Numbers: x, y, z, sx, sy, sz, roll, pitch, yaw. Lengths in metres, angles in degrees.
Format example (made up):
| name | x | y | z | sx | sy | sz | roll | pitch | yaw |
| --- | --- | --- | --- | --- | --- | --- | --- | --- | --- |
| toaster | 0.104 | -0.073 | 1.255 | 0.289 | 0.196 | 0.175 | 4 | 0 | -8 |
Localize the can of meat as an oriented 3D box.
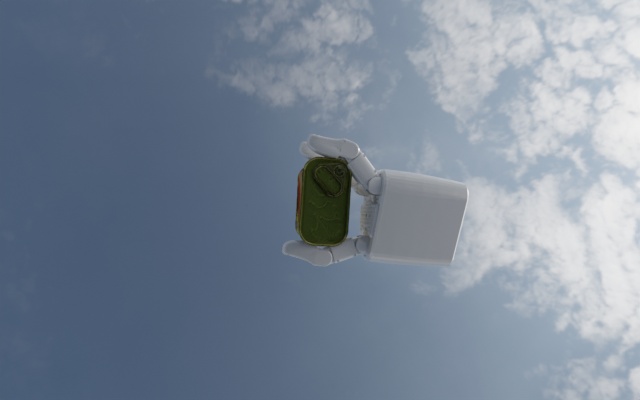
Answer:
| name | x | y | z | sx | sy | sz | roll | pitch | yaw |
| --- | --- | --- | --- | --- | --- | --- | --- | --- | --- |
| can of meat | 0.000 | 0.002 | 0.582 | 0.057 | 0.102 | 0.084 | 4 | -1 | -8 |
